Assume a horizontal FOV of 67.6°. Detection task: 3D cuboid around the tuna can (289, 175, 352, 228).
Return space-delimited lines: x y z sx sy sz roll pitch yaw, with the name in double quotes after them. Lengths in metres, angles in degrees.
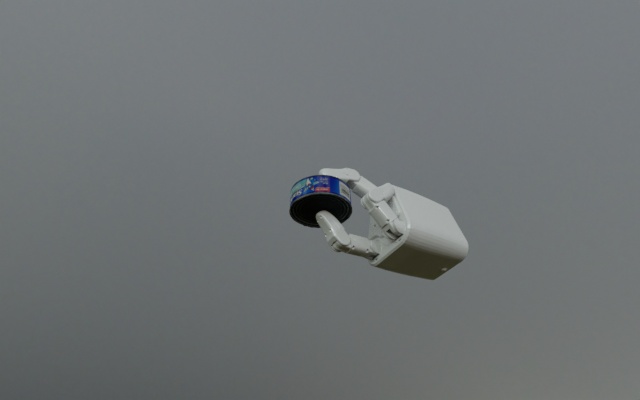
0.000 0.002 0.658 0.086 0.033 0.086 -1 -34 -1 "tuna can"
